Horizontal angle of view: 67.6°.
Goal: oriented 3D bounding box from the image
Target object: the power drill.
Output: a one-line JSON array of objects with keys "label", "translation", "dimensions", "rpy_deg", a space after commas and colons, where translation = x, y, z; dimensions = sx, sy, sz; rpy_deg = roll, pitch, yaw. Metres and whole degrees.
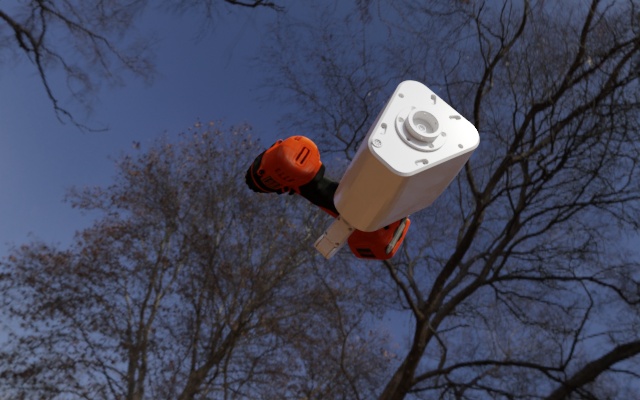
[{"label": "power drill", "translation": [0.001, 0.002, 0.581], "dimensions": [0.188, 0.057, 0.184], "rpy_deg": [34, -15, -15]}]
